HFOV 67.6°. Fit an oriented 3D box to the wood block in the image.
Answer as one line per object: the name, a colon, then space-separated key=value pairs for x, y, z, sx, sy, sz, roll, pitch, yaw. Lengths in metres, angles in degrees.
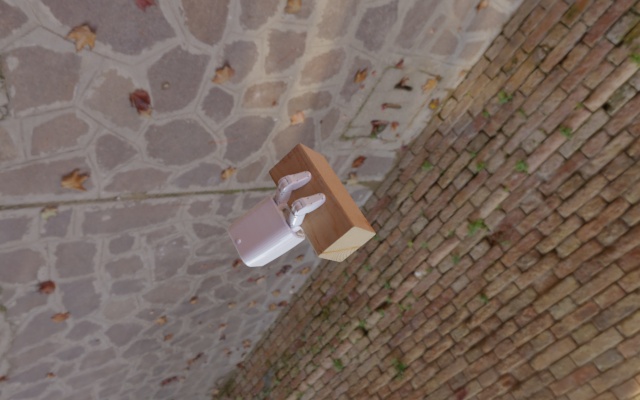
wood block: x=0.000 y=0.003 z=0.899 sx=0.090 sy=0.206 sz=0.091 roll=-41 pitch=-29 yaw=16
